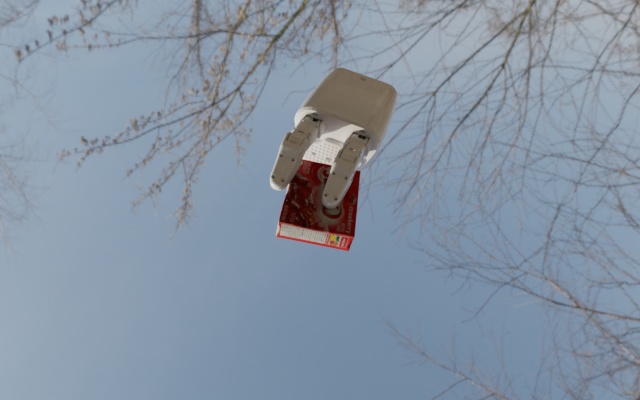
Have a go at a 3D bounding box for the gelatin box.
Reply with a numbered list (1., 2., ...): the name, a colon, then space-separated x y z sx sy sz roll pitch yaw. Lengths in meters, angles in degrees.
1. gelatin box: 0.000 0.002 0.479 0.073 0.089 0.030 12 -40 -2
